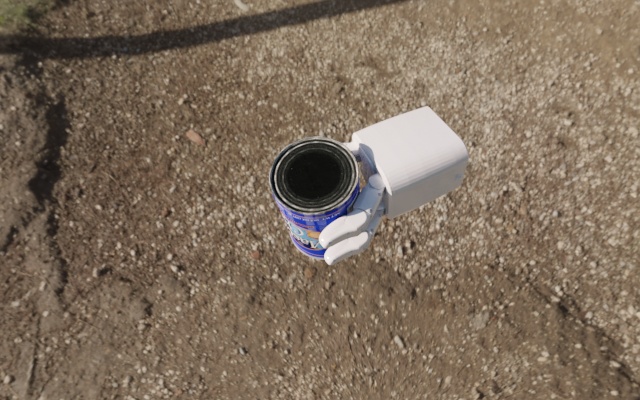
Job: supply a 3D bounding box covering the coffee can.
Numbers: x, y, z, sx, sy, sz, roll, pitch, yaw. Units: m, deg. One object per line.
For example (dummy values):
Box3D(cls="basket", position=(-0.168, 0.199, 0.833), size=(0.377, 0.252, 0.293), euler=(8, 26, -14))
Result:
Box3D(cls="coffee can", position=(0.000, 0.002, 0.597), size=(0.103, 0.102, 0.140), euler=(0, -27, 7))
